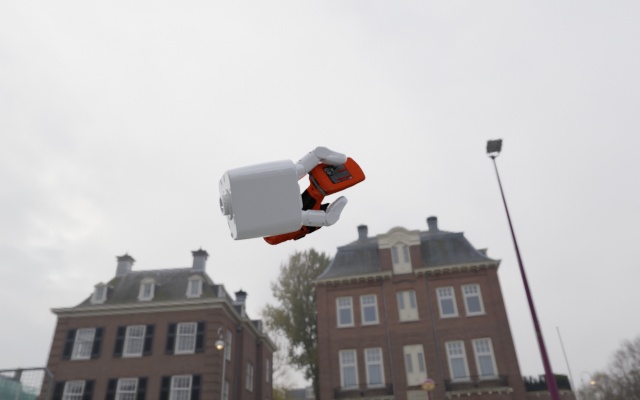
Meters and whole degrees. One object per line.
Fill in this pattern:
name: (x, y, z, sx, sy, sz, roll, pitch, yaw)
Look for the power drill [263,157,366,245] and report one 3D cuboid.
power drill: (0.000, 0.003, 0.860, 0.184, 0.057, 0.188, -21, -22, -45)
